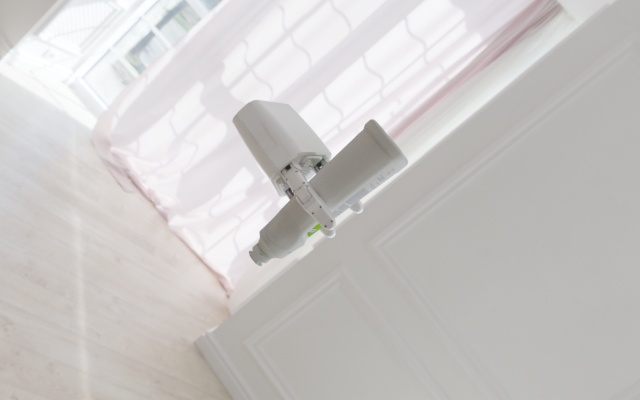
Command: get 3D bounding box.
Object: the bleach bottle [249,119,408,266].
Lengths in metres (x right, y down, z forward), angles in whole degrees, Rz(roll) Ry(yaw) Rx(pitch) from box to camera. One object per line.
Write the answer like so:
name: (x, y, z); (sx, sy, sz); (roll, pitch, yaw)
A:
bleach bottle: (0.000, 0.002, 0.646); (0.251, 0.068, 0.102); (-40, -15, 10)
